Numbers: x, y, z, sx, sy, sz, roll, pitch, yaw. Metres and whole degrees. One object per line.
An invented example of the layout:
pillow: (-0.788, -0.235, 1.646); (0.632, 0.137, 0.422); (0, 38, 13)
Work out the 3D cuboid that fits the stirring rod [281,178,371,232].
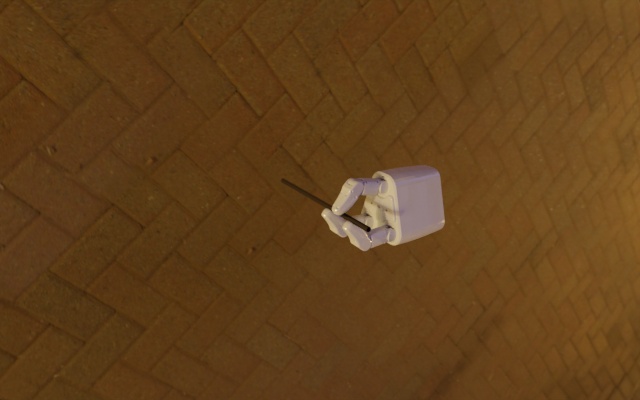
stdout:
stirring rod: (0.000, 0.002, 0.753); (0.011, 0.011, 0.239); (0, 18, -36)
